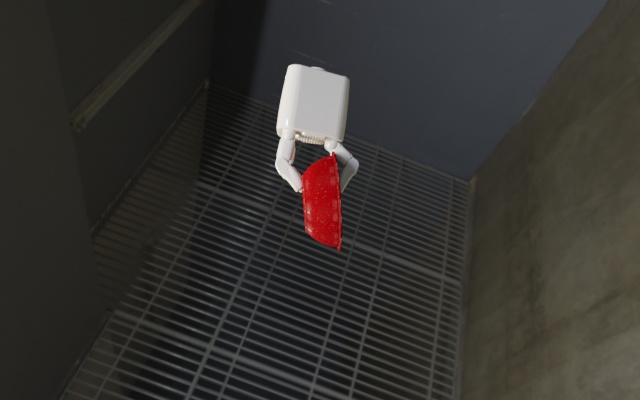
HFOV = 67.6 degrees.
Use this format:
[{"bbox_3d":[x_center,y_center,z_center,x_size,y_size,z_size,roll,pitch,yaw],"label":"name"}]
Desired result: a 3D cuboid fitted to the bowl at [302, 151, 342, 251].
[{"bbox_3d":[0.000,0.004,0.768,0.055,0.162,0.162,-4,0,-3],"label":"bowl"}]
